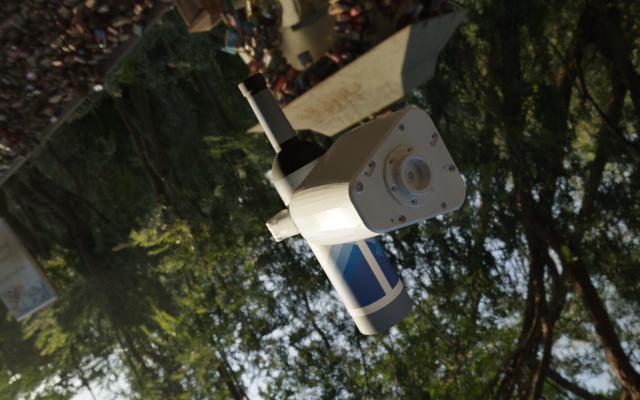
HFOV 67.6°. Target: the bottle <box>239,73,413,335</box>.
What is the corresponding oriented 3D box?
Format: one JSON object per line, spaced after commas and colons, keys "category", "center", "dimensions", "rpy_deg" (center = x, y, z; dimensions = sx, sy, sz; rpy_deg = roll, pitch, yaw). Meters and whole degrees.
{"category": "bottle", "center": [0.000, 0.002, 0.509], "dimensions": [0.069, 0.296, 0.069], "rpy_deg": [-29, 7, 4]}
